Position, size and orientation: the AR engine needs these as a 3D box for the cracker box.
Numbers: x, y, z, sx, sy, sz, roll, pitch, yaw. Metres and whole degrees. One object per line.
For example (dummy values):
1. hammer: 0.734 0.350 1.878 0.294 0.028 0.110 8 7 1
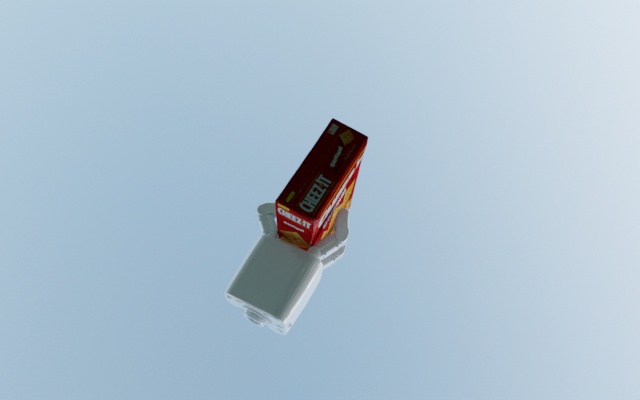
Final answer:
1. cracker box: 0.000 0.002 0.756 0.072 0.164 0.214 27 -26 10
